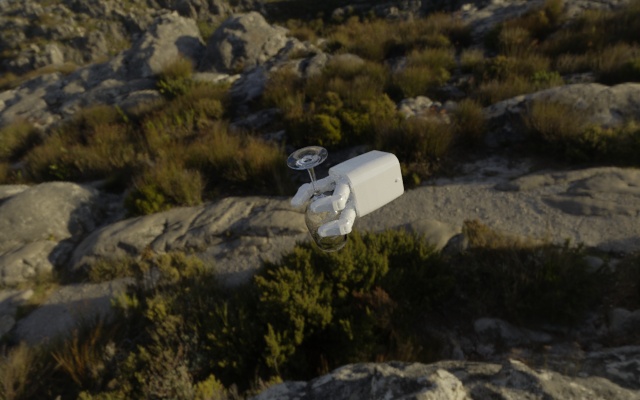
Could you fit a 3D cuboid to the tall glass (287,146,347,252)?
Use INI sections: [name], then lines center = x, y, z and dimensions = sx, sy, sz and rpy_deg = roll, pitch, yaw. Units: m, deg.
[tall glass]
center = 0.000, 0.002, 0.895
dimensions = 0.079, 0.201, 0.079
rpy_deg = -11, 34, 8
